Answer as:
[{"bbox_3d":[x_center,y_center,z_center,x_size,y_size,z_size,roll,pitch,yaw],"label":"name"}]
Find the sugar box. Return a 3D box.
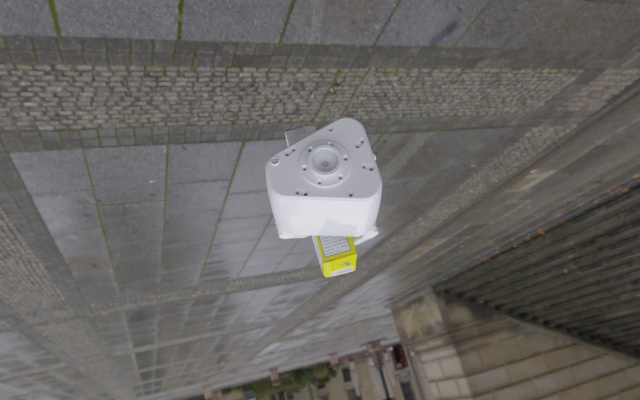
[{"bbox_3d":[0.001,0.002,0.602,0.048,0.176,0.093,-14,-20,-3],"label":"sugar box"}]
